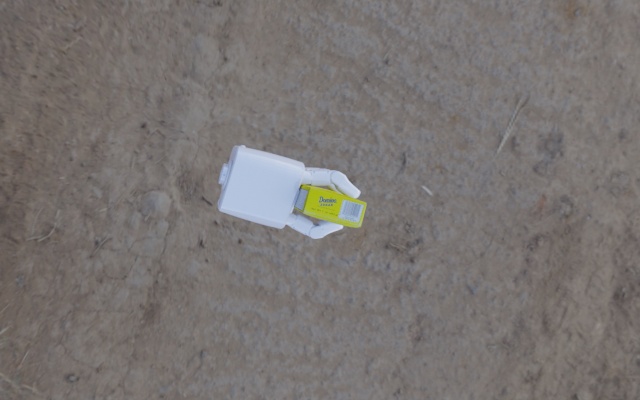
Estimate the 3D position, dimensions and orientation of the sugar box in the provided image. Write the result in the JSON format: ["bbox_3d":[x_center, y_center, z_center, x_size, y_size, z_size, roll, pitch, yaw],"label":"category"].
[{"bbox_3d":[0.000,0.002,0.774,0.093,0.048,0.176,16,4,-16],"label":"sugar box"}]
